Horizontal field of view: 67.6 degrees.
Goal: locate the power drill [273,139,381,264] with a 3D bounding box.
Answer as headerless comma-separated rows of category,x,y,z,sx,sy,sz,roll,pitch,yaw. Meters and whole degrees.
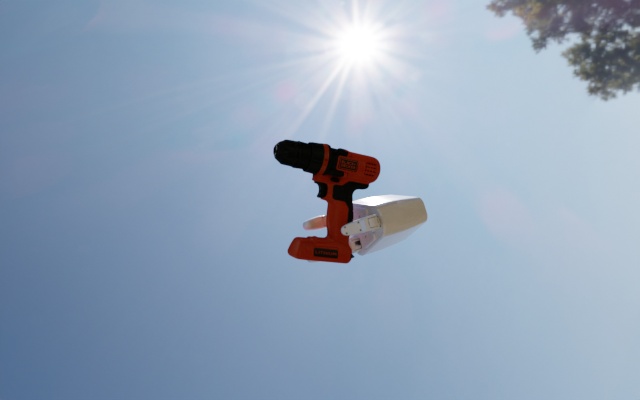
power drill,0.000,0.003,0.772,0.184,0.187,0.057,10,4,-21
